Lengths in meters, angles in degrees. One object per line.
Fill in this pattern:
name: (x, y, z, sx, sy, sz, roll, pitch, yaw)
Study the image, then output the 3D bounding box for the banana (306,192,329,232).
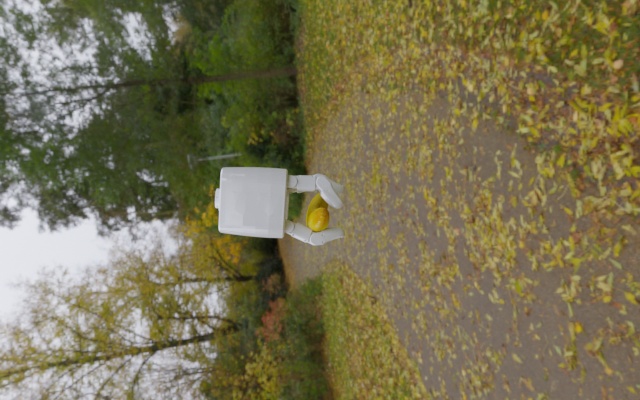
banana: (-0.004, 0.019, 0.833, 0.037, 0.070, 0.197, 13, 16, -2)
